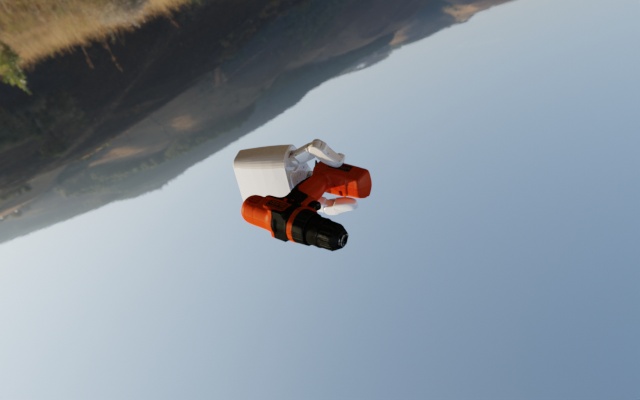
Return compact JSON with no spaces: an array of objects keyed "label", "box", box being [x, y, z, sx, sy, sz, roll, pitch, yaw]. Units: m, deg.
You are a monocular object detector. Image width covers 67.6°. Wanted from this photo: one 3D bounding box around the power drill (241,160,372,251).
[{"label":"power drill","box":[0.000,0.002,0.734,0.184,0.057,0.187,18,35,32]}]
